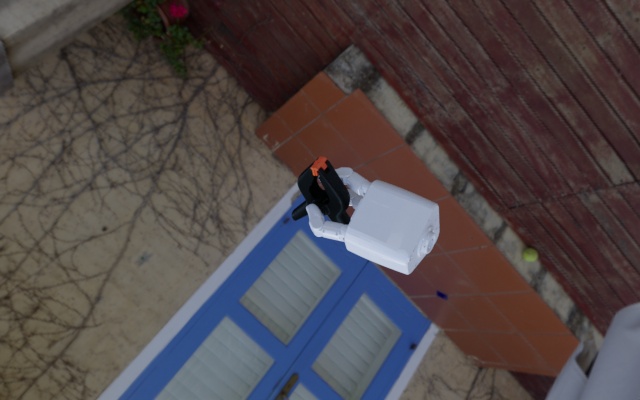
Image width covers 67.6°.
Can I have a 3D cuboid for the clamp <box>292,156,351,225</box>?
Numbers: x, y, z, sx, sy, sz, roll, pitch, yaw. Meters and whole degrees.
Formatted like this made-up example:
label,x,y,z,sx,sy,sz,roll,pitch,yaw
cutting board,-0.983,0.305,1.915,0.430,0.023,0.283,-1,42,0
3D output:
label,x,y,z,sx,sy,sz,roll,pitch,yaw
clamp,0.000,0.003,0.800,0.164,0.036,0.210,21,-31,29
